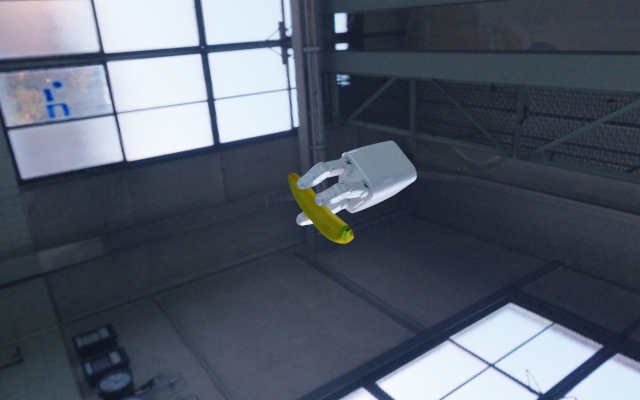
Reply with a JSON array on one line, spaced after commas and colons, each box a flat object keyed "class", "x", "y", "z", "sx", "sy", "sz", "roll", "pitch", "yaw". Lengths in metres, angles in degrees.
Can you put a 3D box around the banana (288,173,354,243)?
[{"class": "banana", "x": 0.003, "y": 0.019, "z": 0.808, "sx": 0.037, "sy": 0.070, "sz": 0.197, "roll": -23, "pitch": 39, "yaw": -23}]
